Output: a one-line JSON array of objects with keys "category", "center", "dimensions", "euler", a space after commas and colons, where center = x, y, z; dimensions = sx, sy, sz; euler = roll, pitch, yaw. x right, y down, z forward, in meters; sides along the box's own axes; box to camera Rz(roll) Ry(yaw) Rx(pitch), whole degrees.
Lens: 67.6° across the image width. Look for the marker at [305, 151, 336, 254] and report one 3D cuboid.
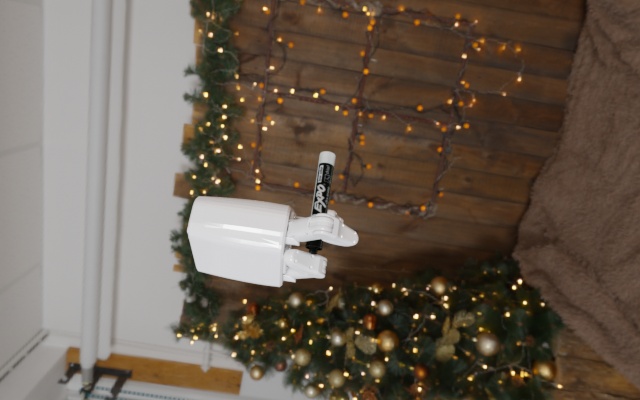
[{"category": "marker", "center": [0.000, 0.002, 0.538], "dimensions": [0.020, 0.121, 0.020], "euler": [8, -21, 3]}]
